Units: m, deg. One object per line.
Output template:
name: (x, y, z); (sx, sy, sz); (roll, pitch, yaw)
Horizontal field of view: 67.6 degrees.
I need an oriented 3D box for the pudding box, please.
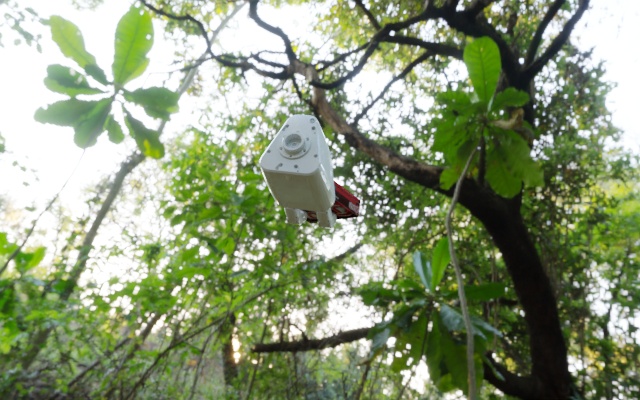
pudding box: (0.000, 0.003, 0.837); (0.113, 0.039, 0.090); (-8, -32, 40)
